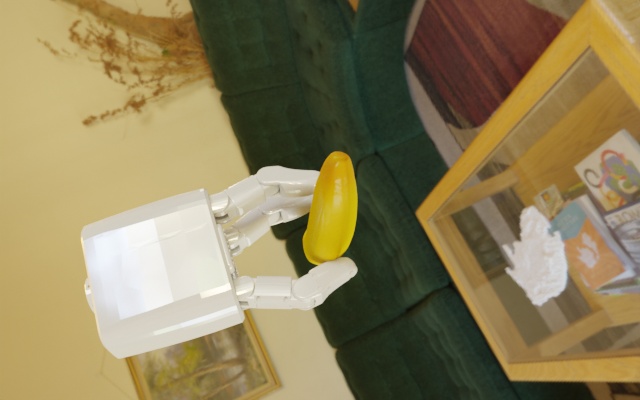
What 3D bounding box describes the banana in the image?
[{"bbox_3d":[0.003,0.020,0.412,0.037,0.069,0.198,-10,-11,-8],"label":"banana"}]
